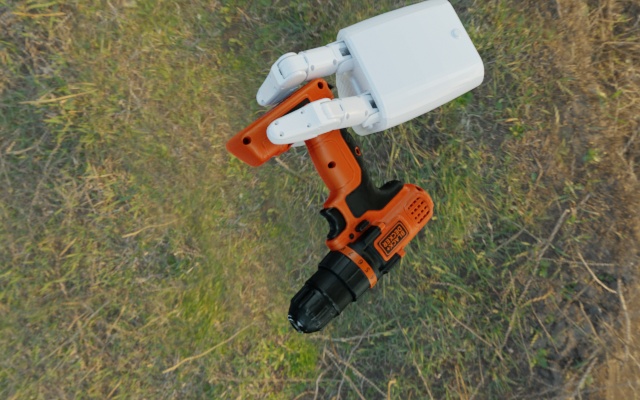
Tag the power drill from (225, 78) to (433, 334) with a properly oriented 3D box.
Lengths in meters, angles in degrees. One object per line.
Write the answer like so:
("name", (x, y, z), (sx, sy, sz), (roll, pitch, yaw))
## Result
("power drill", (0.000, 0.001, 0.437), (0.184, 0.188, 0.057), (-43, 17, -23))
